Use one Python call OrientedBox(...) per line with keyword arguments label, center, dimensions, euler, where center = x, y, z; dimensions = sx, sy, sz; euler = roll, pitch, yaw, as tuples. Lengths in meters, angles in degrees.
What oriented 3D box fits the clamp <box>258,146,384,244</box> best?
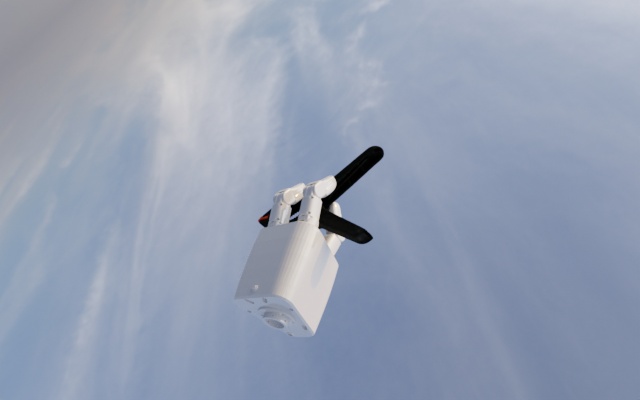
OrientedBox(label="clamp", center=(0.000, 0.003, 0.688), dimensions=(0.210, 0.164, 0.036), euler=(-12, -46, 37))
